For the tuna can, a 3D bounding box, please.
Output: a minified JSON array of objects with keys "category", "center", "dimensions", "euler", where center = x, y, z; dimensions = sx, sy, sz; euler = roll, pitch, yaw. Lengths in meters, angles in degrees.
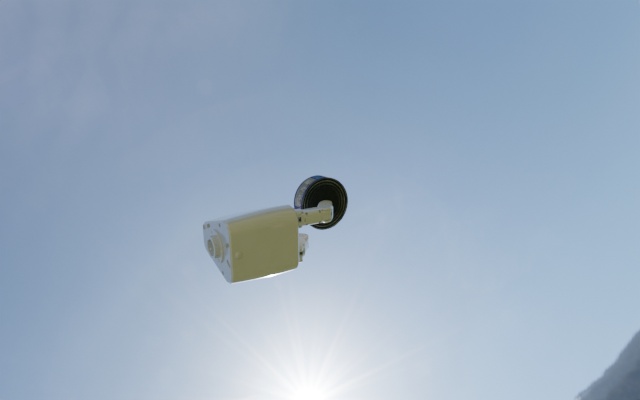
[{"category":"tuna can","center":[0.000,0.002,0.778],"dimensions":[0.086,0.086,0.033],"euler":[0,11,-32]}]
